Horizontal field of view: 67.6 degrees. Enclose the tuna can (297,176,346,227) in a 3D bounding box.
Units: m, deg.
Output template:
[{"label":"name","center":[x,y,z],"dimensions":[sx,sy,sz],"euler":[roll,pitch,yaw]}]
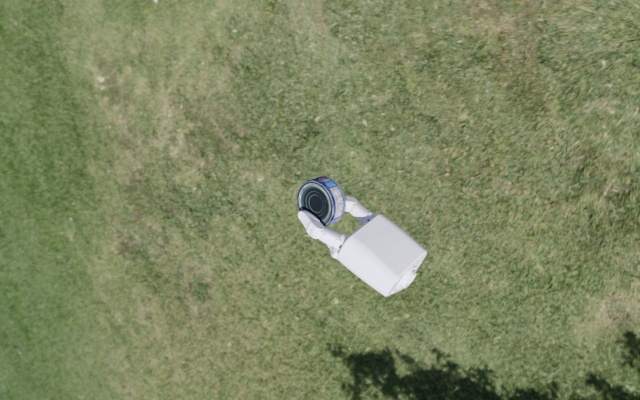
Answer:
[{"label":"tuna can","center":[0.000,0.003,0.831],"dimensions":[0.086,0.086,0.033],"euler":[0,13,41]}]
